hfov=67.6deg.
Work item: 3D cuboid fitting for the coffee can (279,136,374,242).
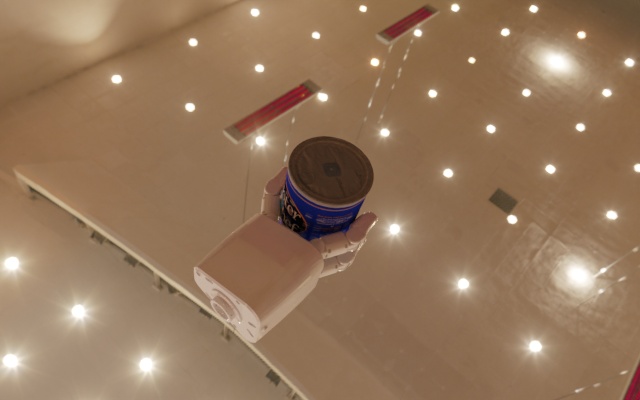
[{"bbox_3d":[0.000,0.002,0.613,0.103,0.102,0.140,0,-34,-13],"label":"coffee can"}]
